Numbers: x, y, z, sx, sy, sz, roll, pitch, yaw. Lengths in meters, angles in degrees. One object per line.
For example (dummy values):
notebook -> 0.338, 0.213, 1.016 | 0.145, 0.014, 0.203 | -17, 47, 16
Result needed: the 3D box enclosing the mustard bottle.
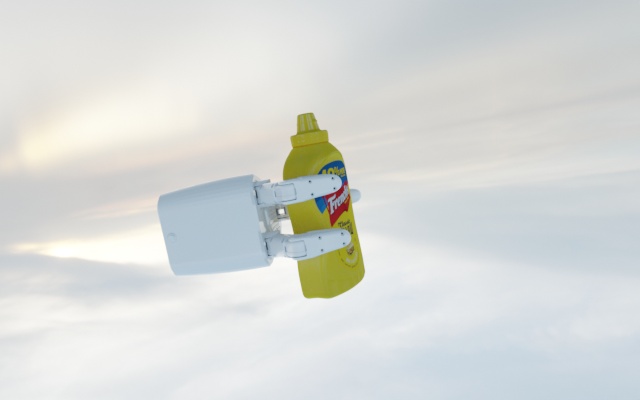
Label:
mustard bottle -> 0.000, 0.002, 0.517 | 0.058, 0.191, 0.096 | -7, 7, 32
